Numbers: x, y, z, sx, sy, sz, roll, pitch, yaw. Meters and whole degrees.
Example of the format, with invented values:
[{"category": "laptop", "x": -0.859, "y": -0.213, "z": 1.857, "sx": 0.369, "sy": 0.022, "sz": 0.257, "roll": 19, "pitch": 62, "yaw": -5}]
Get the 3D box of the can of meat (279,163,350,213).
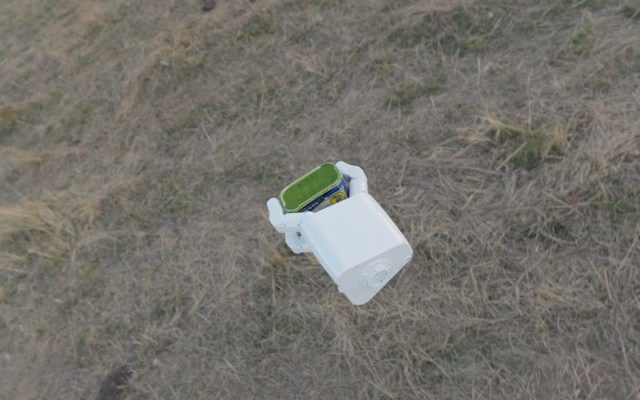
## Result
[{"category": "can of meat", "x": 0.000, "y": 0.002, "z": 0.714, "sx": 0.102, "sy": 0.057, "sz": 0.084, "roll": -33, "pitch": -44, "yaw": 1}]
